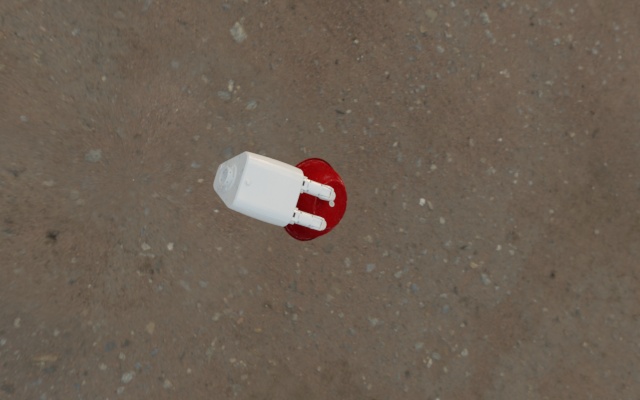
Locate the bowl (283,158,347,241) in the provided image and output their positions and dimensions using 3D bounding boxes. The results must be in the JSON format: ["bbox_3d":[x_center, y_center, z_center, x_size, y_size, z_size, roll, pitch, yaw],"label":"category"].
[{"bbox_3d":[0.001,0.003,0.892,0.055,0.162,0.162,13,9,42],"label":"bowl"}]
